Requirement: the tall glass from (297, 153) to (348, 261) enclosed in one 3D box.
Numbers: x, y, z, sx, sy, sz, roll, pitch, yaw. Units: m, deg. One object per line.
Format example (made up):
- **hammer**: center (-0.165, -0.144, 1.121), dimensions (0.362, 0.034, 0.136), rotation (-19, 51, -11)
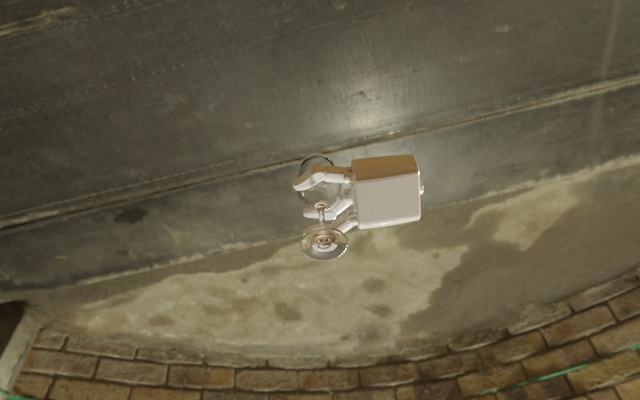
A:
- **tall glass**: center (0.000, 0.003, 0.807), dimensions (0.079, 0.079, 0.200), rotation (0, 42, -5)
